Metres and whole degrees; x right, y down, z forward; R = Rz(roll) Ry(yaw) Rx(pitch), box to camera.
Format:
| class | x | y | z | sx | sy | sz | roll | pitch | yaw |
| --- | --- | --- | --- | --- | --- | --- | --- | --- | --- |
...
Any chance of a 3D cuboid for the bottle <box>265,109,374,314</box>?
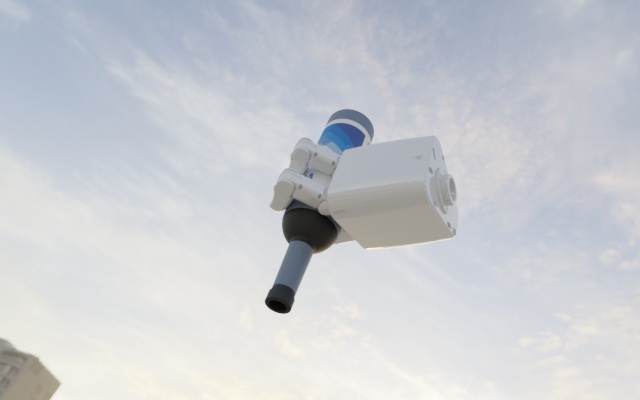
| class | x | y | z | sx | sy | sz | roll | pitch | yaw |
| --- | --- | --- | --- | --- | --- | --- | --- | --- | --- |
| bottle | 0.000 | 0.002 | 0.559 | 0.069 | 0.069 | 0.295 | 0 | 43 | 23 |
